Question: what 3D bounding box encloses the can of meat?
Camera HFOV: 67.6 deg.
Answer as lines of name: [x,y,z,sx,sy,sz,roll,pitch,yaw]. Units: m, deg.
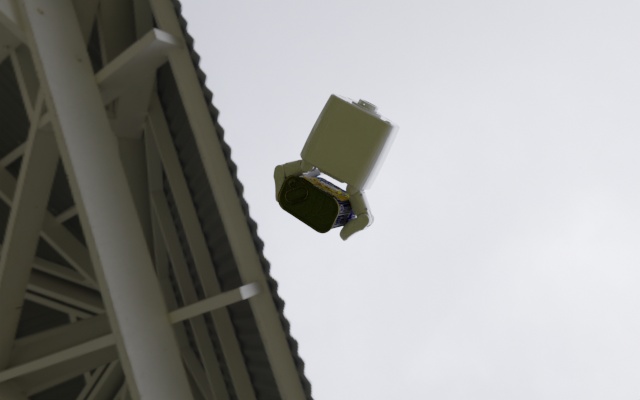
can of meat: [0.000,0.002,0.729,0.102,0.057,0.084,31,18,23]
